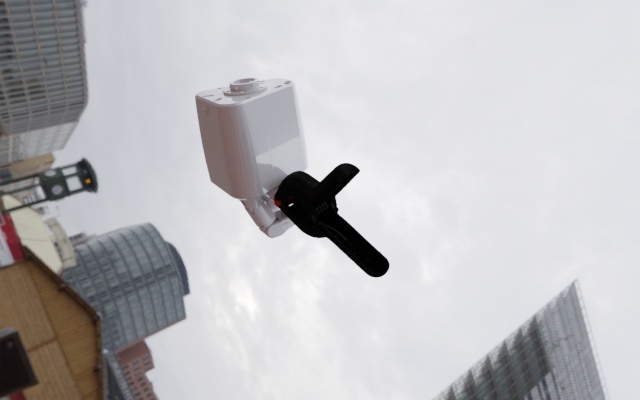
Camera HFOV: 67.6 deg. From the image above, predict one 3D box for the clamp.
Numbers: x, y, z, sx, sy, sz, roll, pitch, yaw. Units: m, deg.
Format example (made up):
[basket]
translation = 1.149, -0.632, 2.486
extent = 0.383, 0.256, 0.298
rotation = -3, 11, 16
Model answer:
[clamp]
translation = 0.000, 0.001, 0.495
extent = 0.039, 0.120, 0.171
rotation = -27, 32, -31
